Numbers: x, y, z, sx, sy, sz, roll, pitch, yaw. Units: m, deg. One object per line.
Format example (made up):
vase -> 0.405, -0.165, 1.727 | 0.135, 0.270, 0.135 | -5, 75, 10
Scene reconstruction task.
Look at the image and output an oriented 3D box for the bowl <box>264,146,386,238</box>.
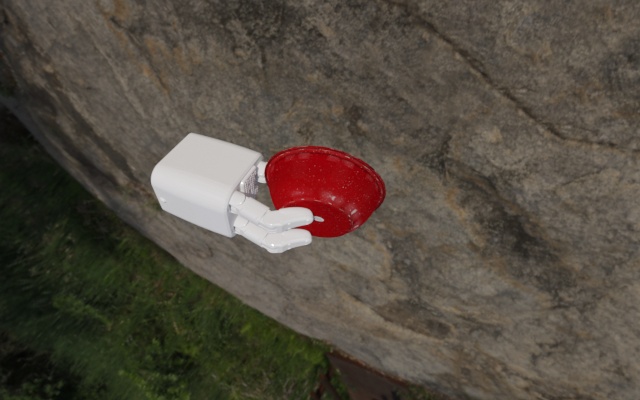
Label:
bowl -> 0.001, 0.002, 0.610 | 0.162, 0.055, 0.162 | 9, -32, 6
